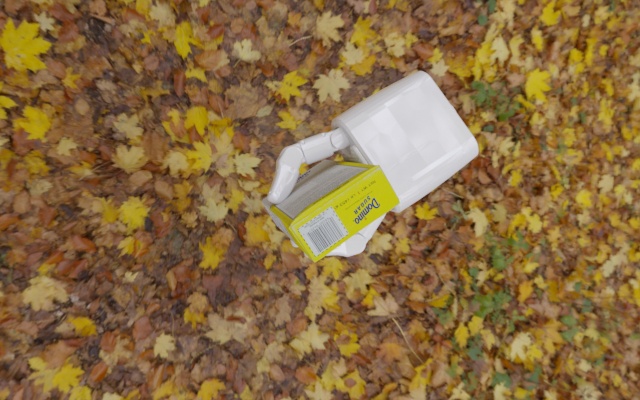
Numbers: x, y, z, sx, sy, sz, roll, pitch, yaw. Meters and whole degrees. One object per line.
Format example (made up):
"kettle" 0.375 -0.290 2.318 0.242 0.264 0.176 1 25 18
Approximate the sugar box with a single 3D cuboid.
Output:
"sugar box" 0.001 0.002 0.476 0.093 0.048 0.176 -33 11 -8
